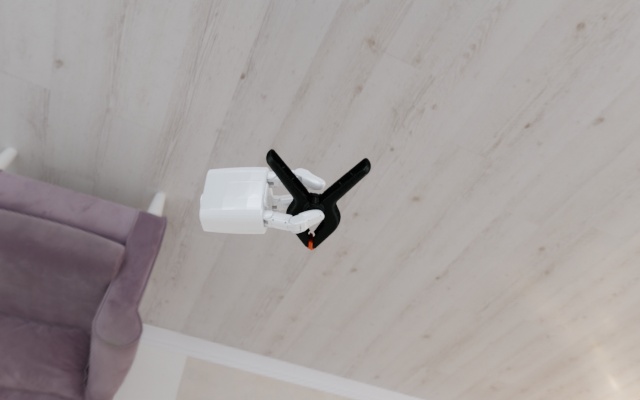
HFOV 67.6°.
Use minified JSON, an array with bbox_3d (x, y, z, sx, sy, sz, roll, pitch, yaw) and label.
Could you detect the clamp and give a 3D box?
[{"bbox_3d":[0.000,0.004,0.804,0.164,0.210,0.036,1,41,4],"label":"clamp"}]
